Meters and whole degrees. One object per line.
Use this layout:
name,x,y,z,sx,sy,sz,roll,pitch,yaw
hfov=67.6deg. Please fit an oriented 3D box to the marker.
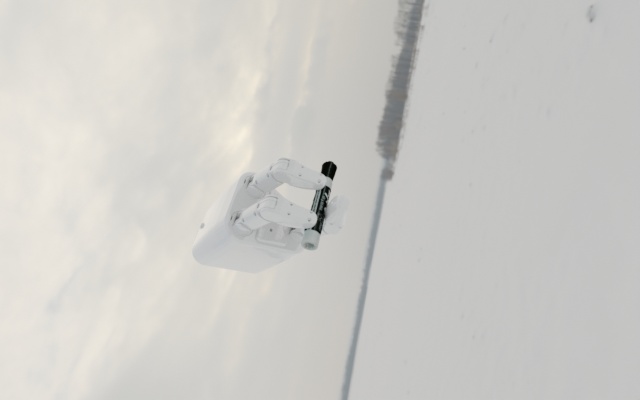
marker,0.000,0.002,0.544,0.020,0.121,0.020,9,-37,7
